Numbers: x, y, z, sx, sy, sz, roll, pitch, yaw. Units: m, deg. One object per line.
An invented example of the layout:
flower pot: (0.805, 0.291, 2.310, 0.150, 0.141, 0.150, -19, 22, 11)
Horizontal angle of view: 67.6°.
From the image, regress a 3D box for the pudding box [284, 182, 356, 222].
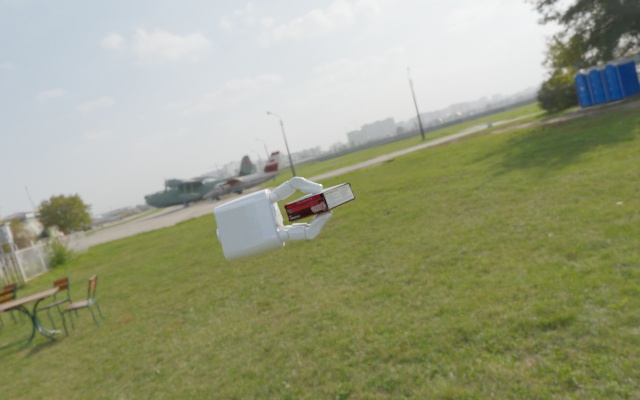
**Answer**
pudding box: (0.000, 0.003, 0.891, 0.090, 0.039, 0.113, -17, 5, 32)
